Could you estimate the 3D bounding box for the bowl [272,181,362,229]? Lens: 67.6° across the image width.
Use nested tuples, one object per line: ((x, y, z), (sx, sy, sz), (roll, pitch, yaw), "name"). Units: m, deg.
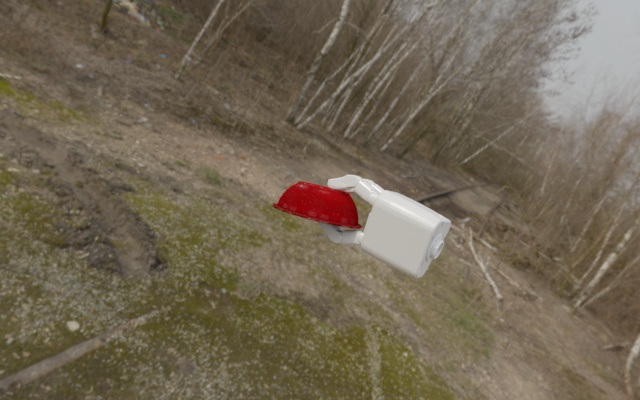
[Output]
((-0.001, 0.002, 0.839), (0.162, 0.055, 0.162), (13, 3, -1), "bowl")
